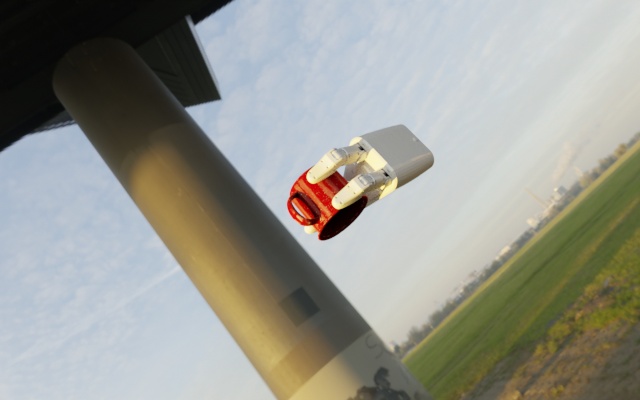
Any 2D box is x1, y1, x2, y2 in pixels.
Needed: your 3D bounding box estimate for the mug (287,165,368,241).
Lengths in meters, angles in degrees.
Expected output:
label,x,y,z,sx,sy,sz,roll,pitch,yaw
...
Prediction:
label,x,y,z,sx,sy,sz,roll,pitch,yaw
mug,-0.001,0.003,0.693,0.117,0.081,0.093,-23,-27,-40
